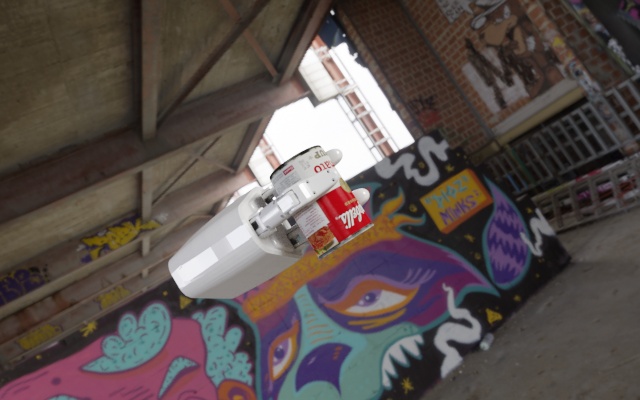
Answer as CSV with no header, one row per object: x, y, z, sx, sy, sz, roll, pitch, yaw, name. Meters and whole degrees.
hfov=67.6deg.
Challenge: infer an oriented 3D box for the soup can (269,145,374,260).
0.000,0.001,0.502,0.068,0.102,0.068,-32,-6,-4,soup can
